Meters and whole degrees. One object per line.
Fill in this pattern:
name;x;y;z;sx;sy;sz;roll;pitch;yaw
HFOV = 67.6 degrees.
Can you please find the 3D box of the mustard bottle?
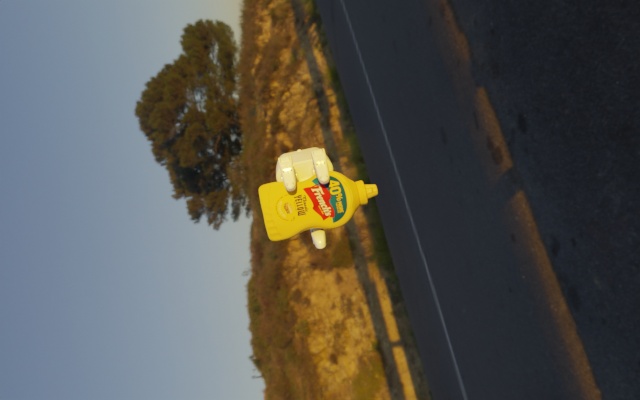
mustard bottle;0.000;0.003;0.792;0.191;0.096;0.058;-12;-5;-2
